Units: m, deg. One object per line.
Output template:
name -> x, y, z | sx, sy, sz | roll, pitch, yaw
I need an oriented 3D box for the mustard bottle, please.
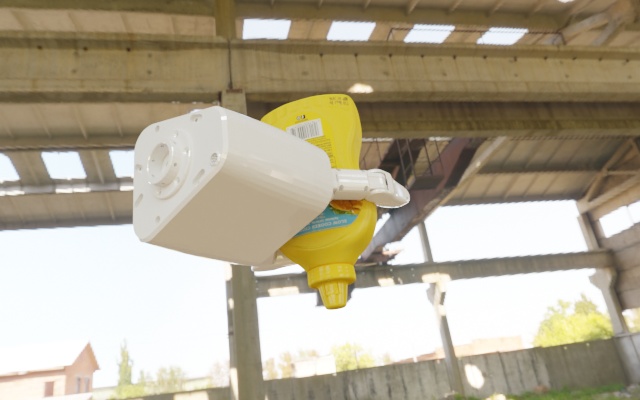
mustard bottle -> 0.000, 0.001, 0.431 | 0.096, 0.191, 0.058 | -13, -23, 10
